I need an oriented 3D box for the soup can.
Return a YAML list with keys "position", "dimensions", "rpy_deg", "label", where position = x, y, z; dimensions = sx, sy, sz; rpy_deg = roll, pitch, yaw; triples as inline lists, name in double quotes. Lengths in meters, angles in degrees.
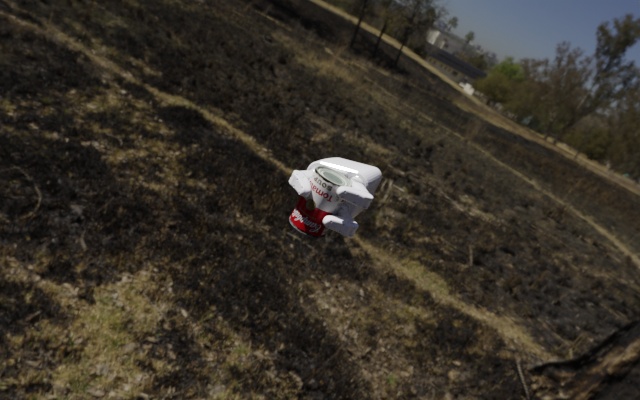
- position: [0.000, 0.002, 0.788]
  dimensions: [0.068, 0.102, 0.068]
  rpy_deg: [24, 21, -10]
  label: "soup can"
